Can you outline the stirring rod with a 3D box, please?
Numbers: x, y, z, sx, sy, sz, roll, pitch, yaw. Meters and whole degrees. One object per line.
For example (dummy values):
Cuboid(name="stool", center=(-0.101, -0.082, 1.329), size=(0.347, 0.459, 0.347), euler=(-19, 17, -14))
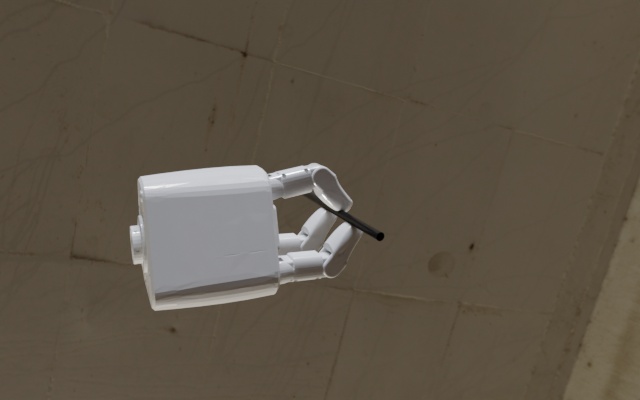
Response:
Cuboid(name="stirring rod", center=(0.000, 0.002, 0.508), size=(0.011, 0.011, 0.239), euler=(0, 14, -26))
